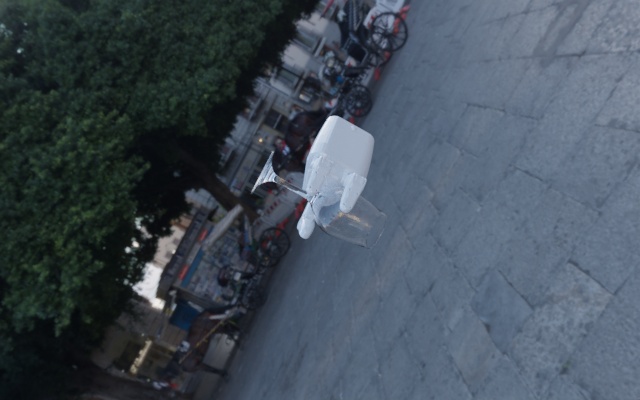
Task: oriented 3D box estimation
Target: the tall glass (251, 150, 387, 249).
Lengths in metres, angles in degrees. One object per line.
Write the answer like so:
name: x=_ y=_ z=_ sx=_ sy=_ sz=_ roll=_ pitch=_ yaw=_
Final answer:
tall glass: x=-0.001 y=0.002 z=0.728 sx=0.201 sy=0.079 sz=0.079 roll=28 pitch=-4 yaw=-8
